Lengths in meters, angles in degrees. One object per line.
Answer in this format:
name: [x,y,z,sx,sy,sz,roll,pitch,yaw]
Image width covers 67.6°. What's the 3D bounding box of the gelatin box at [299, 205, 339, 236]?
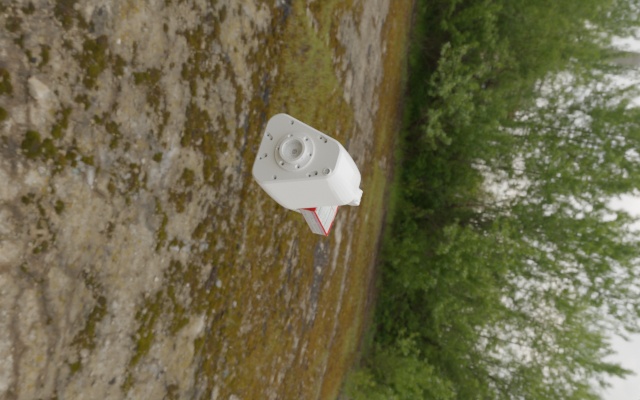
gelatin box: [0.001,0.003,0.737,0.030,0.073,0.089,11,-25,22]
